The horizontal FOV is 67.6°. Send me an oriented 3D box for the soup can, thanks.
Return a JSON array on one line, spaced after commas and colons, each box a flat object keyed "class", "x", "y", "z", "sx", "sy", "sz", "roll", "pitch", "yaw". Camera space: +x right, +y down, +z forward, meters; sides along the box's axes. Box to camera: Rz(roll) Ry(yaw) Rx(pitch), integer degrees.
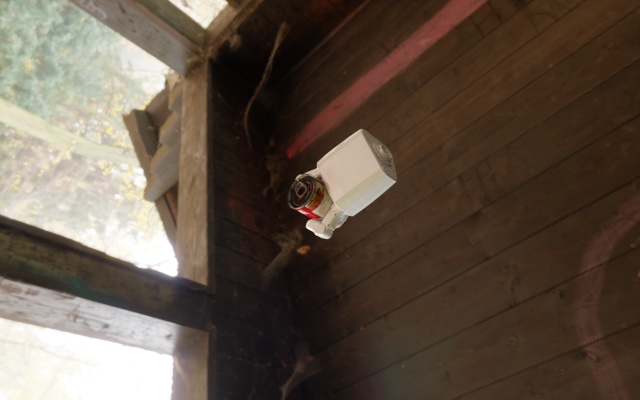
[{"class": "soup can", "x": 0.000, "y": 0.003, "z": 0.868, "sx": 0.068, "sy": 0.068, "sz": 0.102, "roll": 0, "pitch": -23, "yaw": 47}]
